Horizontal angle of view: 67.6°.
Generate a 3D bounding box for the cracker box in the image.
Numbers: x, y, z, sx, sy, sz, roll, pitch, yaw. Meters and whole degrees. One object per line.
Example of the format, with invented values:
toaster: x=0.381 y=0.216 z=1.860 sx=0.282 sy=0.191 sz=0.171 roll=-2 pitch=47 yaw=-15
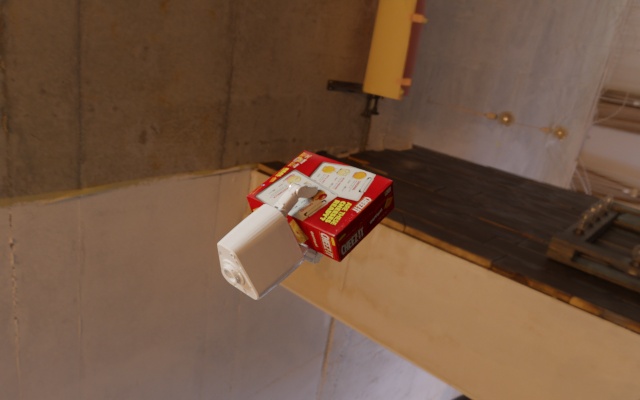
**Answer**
cracker box: x=0.000 y=0.003 z=0.862 sx=0.213 sy=0.072 sz=0.164 roll=23 pitch=51 yaw=36
